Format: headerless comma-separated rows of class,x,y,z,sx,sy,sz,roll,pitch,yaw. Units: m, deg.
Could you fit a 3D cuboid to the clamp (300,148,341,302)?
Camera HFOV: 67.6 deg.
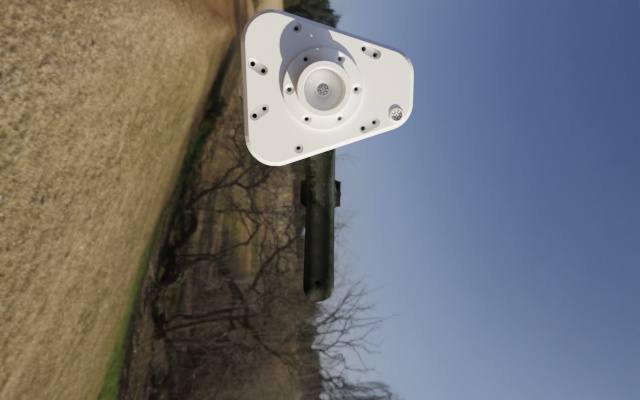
clamp,0.001,0.001,0.419,0.039,0.171,0.120,-3,12,-4
